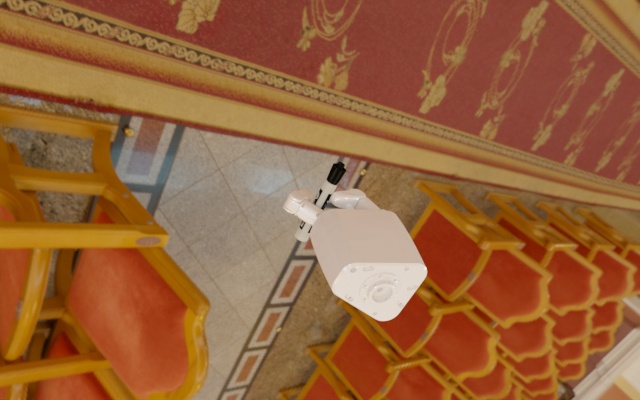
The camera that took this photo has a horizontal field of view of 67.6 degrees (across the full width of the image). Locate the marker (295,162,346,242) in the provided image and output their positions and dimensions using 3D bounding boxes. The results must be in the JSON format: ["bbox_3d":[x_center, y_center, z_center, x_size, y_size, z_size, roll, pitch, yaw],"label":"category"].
[{"bbox_3d":[0.000,0.002,0.622,0.020,0.121,0.020,24,24,-12],"label":"marker"}]
